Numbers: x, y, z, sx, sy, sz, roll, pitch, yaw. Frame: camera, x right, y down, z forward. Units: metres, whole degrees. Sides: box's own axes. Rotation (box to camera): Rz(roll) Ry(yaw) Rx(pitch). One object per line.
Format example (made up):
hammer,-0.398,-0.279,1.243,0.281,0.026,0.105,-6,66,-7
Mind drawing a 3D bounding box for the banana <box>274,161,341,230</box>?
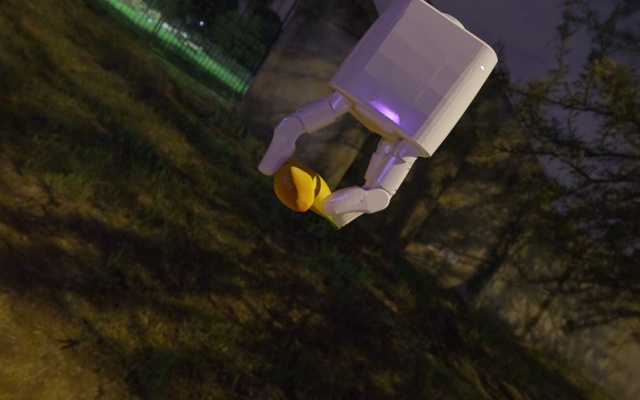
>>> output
banana,-0.013,-0.010,0.479,0.069,0.037,0.198,41,3,14
